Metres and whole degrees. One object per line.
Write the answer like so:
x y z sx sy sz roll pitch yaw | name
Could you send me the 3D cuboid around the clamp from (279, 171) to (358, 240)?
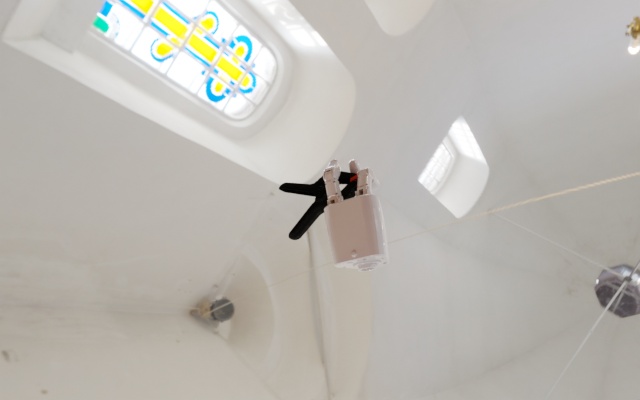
0.001 0.003 0.884 0.171 0.120 0.039 -17 -21 25 | clamp
